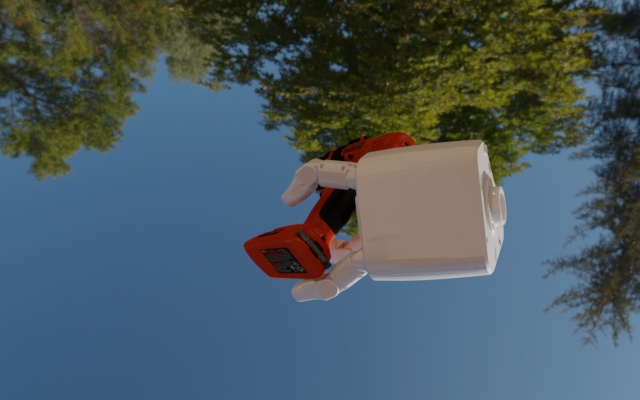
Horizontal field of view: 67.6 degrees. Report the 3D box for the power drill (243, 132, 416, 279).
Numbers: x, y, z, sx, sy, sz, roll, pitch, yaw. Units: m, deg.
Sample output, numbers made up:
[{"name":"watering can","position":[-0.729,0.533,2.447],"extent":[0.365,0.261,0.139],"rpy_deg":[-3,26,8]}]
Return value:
[{"name":"power drill","position":[0.000,0.002,0.534],"extent":[0.184,0.057,0.187],"rpy_deg":[-14,31,54]}]
